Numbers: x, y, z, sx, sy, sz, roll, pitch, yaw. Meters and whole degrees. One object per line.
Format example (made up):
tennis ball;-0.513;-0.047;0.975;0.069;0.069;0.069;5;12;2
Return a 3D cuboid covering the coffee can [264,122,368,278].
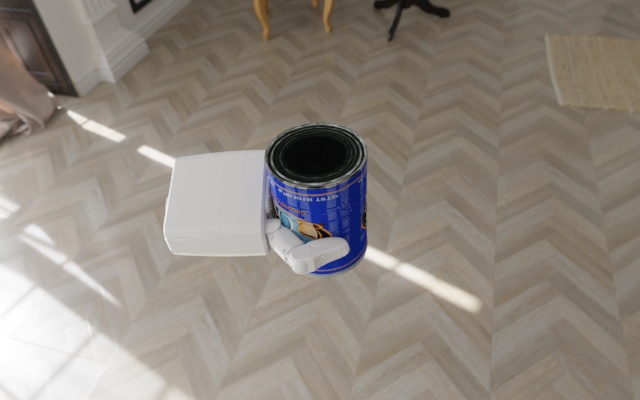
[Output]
coffee can;0.000;0.002;0.519;0.103;0.140;0.102;-3;44;3
